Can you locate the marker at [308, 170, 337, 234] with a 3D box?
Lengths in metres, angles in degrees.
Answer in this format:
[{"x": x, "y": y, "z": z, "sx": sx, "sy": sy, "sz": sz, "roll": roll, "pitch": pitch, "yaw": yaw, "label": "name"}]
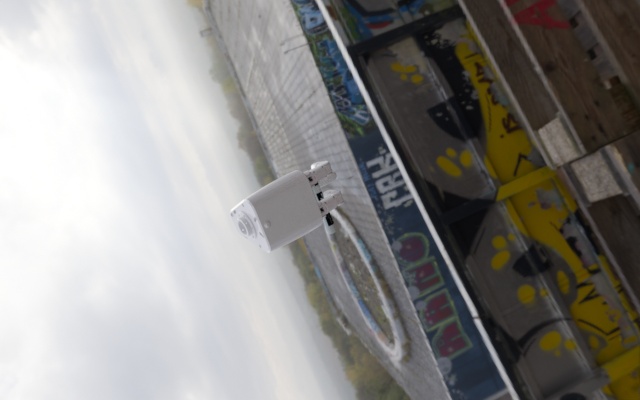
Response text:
[{"x": 0.000, "y": 0.003, "z": 0.850, "sx": 0.020, "sy": 0.121, "sz": 0.020, "roll": -19, "pitch": 15, "yaw": 5, "label": "marker"}]
